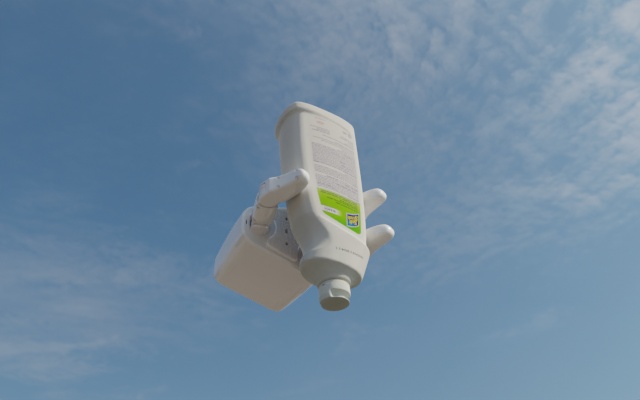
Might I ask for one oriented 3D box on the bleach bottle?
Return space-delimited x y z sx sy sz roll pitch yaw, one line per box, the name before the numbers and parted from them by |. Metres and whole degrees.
bleach bottle | 0.000 0.002 0.533 0.102 0.250 0.068 18 -45 -23
